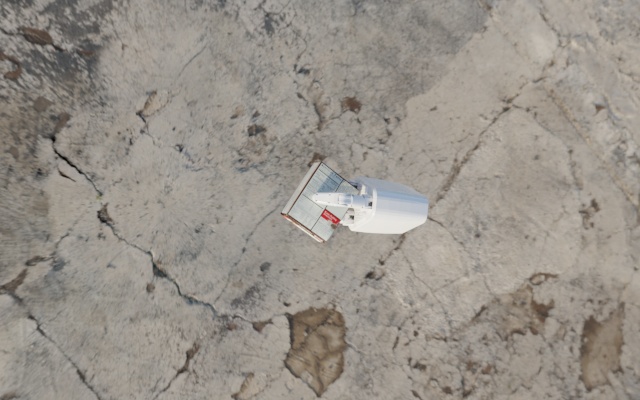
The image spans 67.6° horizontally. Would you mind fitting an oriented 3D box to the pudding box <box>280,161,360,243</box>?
[{"bbox_3d":[0.000,0.003,0.814,0.090,0.113,0.039,37,-13,-17],"label":"pudding box"}]
